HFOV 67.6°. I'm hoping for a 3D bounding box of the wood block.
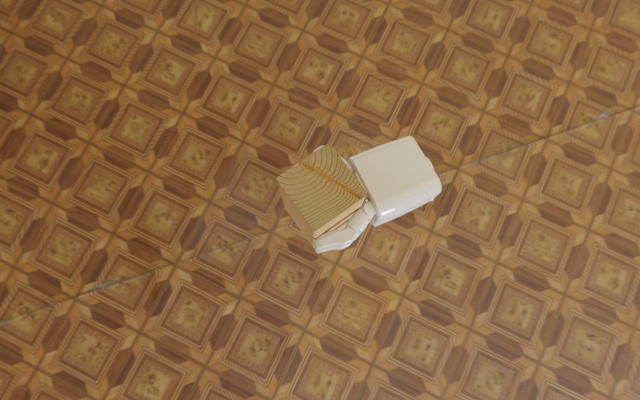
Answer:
[{"bbox_3d":[0.000,0.002,0.728,0.090,0.091,0.206,-35,-10,-8],"label":"wood block"}]
